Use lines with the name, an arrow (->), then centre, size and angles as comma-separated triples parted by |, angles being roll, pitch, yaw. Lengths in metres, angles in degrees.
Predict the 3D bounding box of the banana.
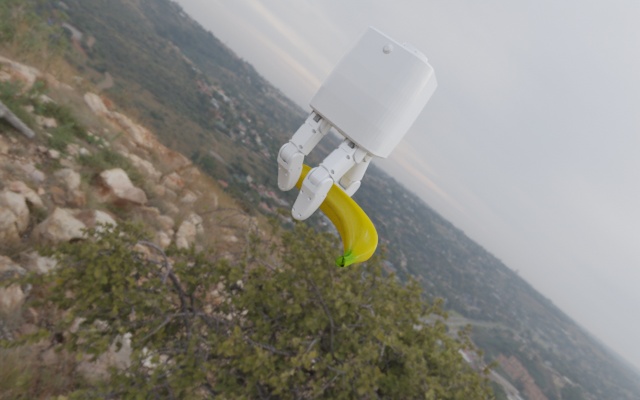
banana -> 0.015, 0.010, 0.540 | 0.070, 0.037, 0.197 | 24, 19, -35
